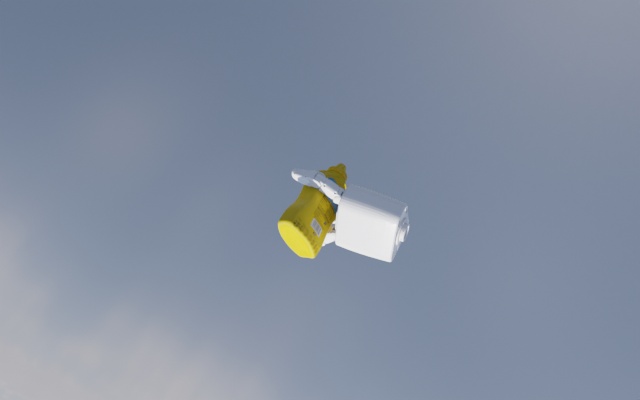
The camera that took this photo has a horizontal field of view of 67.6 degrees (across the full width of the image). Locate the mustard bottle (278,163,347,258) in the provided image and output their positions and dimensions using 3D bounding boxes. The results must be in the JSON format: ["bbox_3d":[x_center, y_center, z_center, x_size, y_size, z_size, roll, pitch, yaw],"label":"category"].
[{"bbox_3d":[0.000,0.003,0.859,0.058,0.191,0.096,1,-44,39],"label":"mustard bottle"}]
